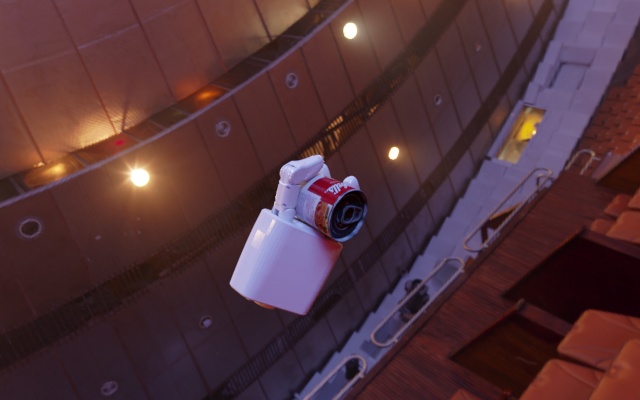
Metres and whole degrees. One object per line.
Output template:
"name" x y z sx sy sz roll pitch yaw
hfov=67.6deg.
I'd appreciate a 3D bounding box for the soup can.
"soup can" 0.000 0.001 0.607 0.068 0.068 0.102 0 20 -47
